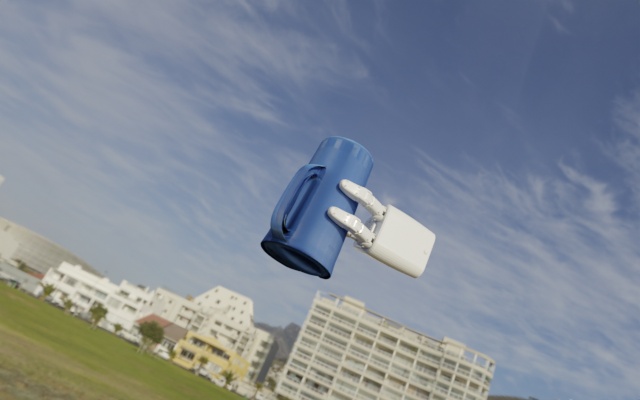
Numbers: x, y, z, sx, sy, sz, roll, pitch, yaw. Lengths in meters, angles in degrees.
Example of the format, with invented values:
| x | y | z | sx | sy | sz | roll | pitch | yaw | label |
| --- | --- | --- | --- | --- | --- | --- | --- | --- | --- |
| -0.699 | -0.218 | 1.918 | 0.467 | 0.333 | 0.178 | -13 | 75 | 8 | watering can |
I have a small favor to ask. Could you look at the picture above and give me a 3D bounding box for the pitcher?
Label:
| x | y | z | sx | sy | sz | roll | pitch | yaw | label |
| --- | --- | --- | --- | --- | --- | --- | --- | --- | --- |
| 0.000 | 0.003 | 0.846 | 0.145 | 0.242 | 0.149 | 30 | -23 | -9 | pitcher |
